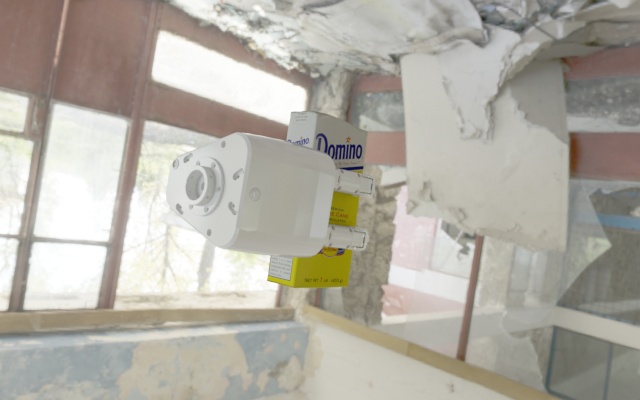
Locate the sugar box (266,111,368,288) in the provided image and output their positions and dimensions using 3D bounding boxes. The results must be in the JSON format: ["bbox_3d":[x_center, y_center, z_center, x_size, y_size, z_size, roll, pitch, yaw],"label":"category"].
[{"bbox_3d":[0.000,0.002,0.506,0.048,0.176,0.093,8,-1,40],"label":"sugar box"}]
